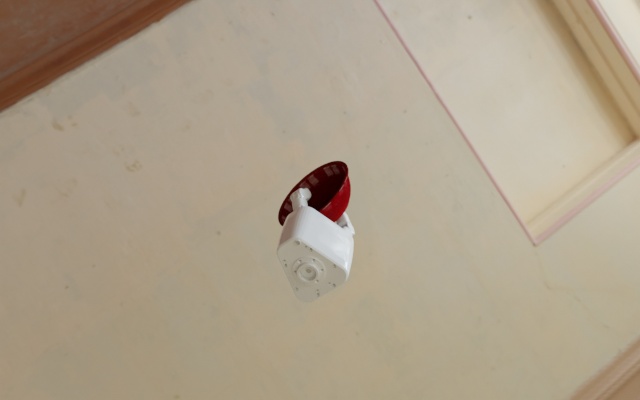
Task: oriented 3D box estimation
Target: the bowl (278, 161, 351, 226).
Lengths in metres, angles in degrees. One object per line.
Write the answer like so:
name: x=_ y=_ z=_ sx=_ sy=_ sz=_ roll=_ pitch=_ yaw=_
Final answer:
bowl: x=0.001 y=0.002 z=0.875 sx=0.055 sy=0.162 sz=0.162 roll=47 pitch=-25 yaw=-26
